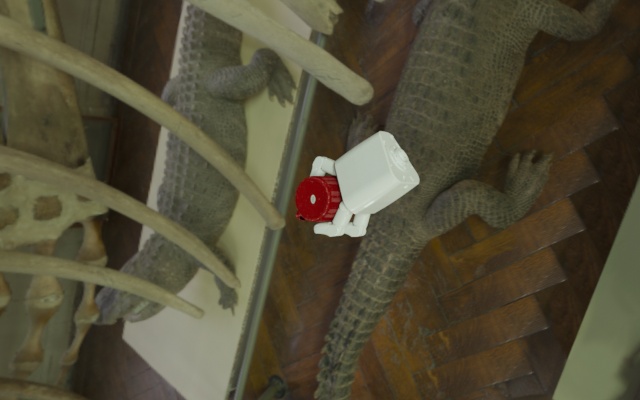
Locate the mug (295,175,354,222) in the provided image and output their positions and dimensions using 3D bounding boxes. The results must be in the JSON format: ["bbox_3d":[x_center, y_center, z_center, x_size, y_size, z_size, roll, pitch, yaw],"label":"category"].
[{"bbox_3d":[-0.001,0.003,0.874,0.117,0.093,0.081,-35,-21,32],"label":"mug"}]
